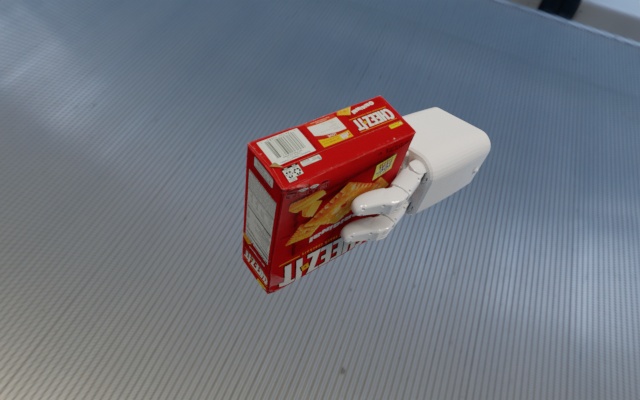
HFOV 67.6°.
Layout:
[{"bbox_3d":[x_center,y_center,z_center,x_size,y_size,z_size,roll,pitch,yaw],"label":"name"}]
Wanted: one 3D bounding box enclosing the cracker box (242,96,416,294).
[{"bbox_3d":[0.000,0.002,0.543,0.164,0.072,0.214,-25,-29,-26],"label":"cracker box"}]
